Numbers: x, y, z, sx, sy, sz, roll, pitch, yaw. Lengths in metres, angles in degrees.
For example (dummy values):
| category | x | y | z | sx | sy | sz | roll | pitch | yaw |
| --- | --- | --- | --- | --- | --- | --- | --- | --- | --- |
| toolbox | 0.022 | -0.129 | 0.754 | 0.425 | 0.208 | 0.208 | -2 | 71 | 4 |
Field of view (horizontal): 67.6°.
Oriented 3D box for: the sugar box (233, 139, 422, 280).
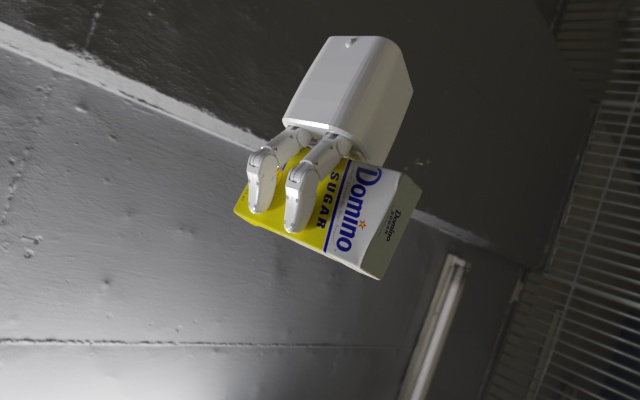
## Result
| category | x | y | z | sx | sy | sz | roll | pitch | yaw |
| --- | --- | --- | --- | --- | --- | --- | --- | --- | --- |
| sugar box | 0.000 | 0.001 | 0.466 | 0.176 | 0.093 | 0.048 | 18 | -12 | 43 |
